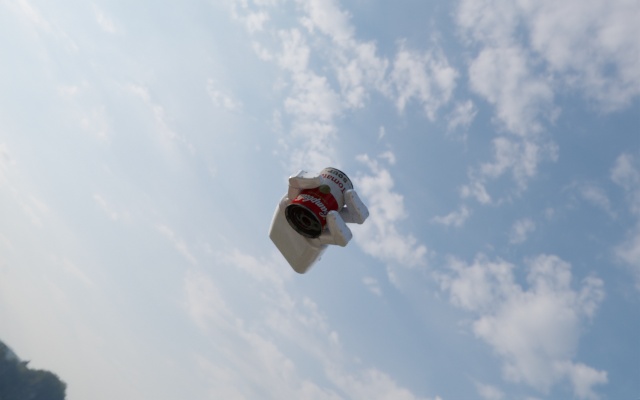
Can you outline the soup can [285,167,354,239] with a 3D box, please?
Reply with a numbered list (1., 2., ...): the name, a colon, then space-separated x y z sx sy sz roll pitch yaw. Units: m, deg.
1. soup can: 0.000 0.002 0.755 0.068 0.068 0.102 0 37 42
